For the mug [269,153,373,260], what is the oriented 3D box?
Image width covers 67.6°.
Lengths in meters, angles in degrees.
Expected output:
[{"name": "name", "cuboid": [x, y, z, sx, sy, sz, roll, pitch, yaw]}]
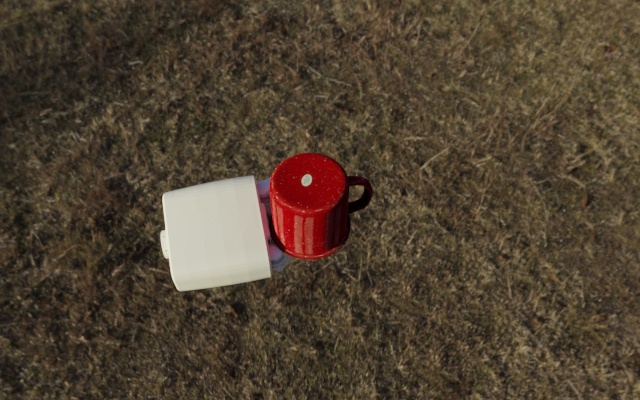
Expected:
[{"name": "mug", "cuboid": [0.002, 0.001, 0.511, 0.117, 0.093, 0.082, -10, -35, -8]}]
